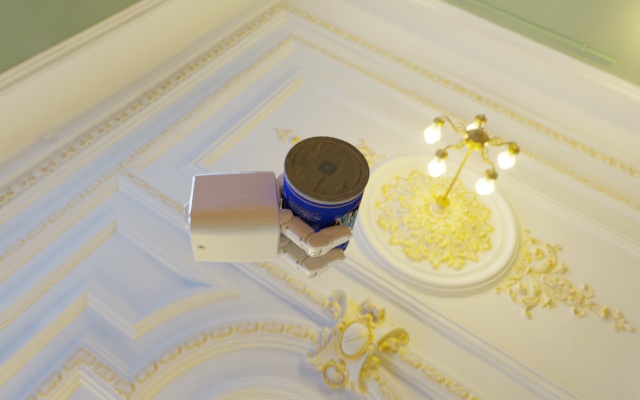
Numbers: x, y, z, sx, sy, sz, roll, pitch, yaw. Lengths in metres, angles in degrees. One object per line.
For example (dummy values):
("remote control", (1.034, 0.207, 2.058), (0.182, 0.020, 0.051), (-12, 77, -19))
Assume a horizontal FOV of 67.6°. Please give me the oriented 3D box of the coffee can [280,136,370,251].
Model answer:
("coffee can", (0.000, 0.002, 0.618), (0.103, 0.102, 0.140), (0, -37, -8))
